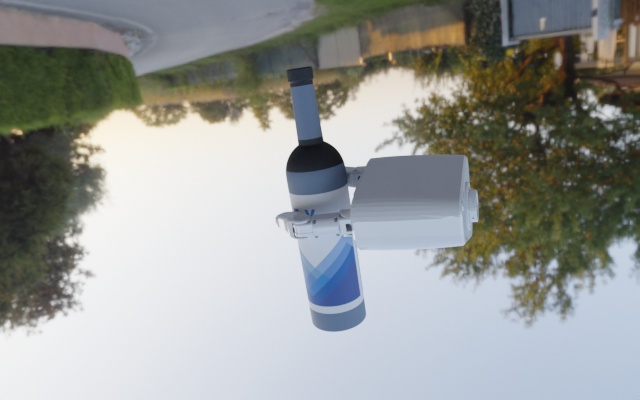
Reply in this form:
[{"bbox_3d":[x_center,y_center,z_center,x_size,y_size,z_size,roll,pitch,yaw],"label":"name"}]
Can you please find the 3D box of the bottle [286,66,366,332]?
[{"bbox_3d":[0.000,0.002,0.538,0.069,0.296,0.069,-8,16,2],"label":"bottle"}]
